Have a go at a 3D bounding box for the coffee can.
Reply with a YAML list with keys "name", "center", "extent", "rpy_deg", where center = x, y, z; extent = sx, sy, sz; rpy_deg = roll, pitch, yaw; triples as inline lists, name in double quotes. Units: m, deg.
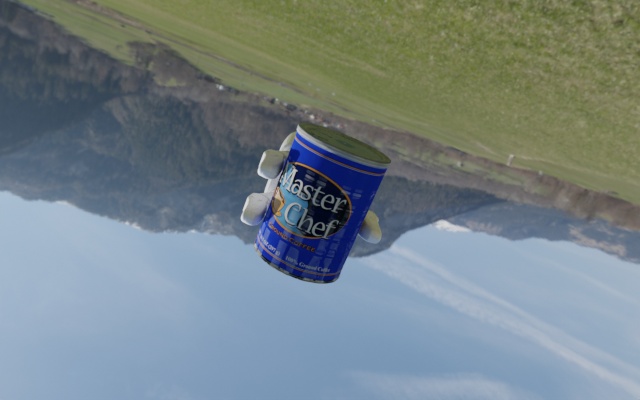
- name: "coffee can"
  center: [0.000, 0.002, 0.509]
  extent: [0.103, 0.140, 0.102]
  rpy_deg: [21, 16, -6]
